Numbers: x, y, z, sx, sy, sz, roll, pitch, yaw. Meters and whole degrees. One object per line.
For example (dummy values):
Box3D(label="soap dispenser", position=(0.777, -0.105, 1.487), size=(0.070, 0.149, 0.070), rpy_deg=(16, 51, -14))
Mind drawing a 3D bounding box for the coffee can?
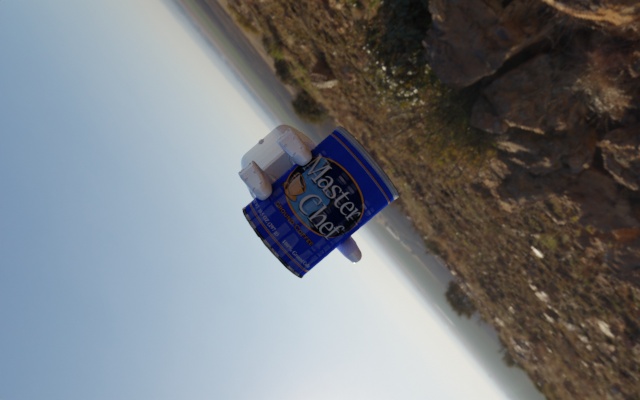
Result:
Box3D(label="coffee can", position=(0.000, 0.002, 0.527), size=(0.140, 0.103, 0.103), rpy_deg=(-40, -1, 1))
